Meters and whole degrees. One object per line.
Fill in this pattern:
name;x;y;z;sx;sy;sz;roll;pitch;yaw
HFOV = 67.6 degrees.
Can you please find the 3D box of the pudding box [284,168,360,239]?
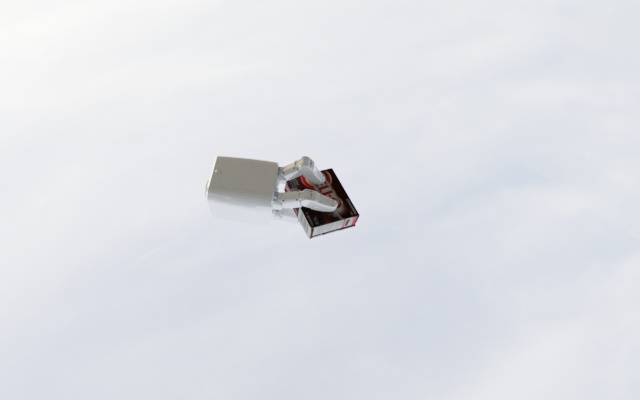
pudding box;0.000;0.003;0.803;0.090;0.113;0.039;-15;-32;-21
